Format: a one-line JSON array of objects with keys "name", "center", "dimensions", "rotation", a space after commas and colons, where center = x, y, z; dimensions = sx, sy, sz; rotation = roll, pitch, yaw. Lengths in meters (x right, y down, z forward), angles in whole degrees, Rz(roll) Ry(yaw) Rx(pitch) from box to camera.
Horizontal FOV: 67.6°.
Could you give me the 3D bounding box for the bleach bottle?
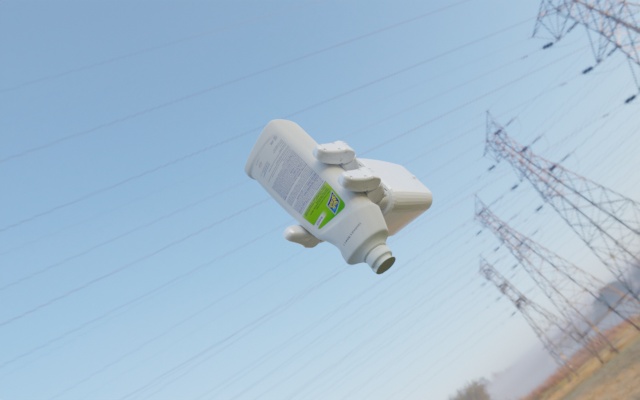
[{"name": "bleach bottle", "center": [0.000, 0.002, 0.613], "dimensions": [0.068, 0.103, 0.250], "rotation": [1, 38, -47]}]
